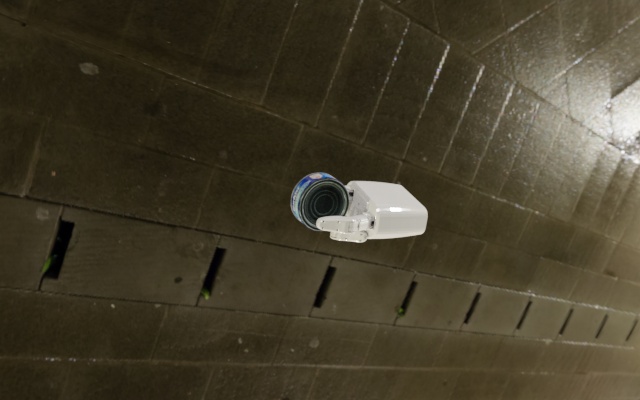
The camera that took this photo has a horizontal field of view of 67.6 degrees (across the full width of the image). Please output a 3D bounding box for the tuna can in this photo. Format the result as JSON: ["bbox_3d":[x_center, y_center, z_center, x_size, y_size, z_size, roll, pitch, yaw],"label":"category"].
[{"bbox_3d":[0.000,0.003,0.725,0.086,0.086,0.033,0,17,-25],"label":"tuna can"}]
